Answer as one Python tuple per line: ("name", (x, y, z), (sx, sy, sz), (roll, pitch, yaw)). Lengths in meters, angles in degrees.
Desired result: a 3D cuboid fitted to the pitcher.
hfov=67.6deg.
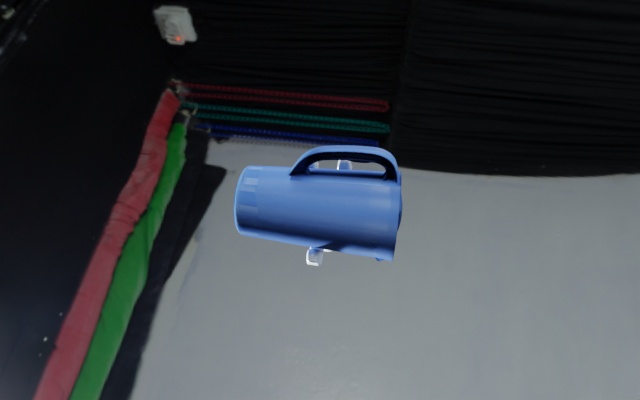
("pitcher", (0.000, 0.002, 0.713), (0.243, 0.149, 0.145), (6, -10, 6))
